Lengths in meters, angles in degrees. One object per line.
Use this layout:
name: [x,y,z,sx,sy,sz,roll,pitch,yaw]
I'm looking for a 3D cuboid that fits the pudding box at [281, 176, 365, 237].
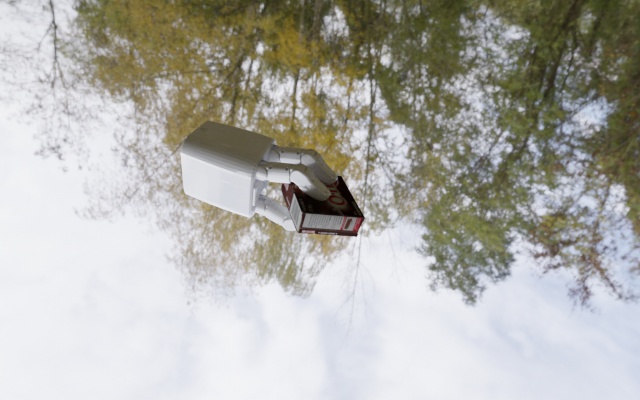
pudding box: [0.000,0.002,0.664,0.090,0.039,0.113,4,34,-20]
